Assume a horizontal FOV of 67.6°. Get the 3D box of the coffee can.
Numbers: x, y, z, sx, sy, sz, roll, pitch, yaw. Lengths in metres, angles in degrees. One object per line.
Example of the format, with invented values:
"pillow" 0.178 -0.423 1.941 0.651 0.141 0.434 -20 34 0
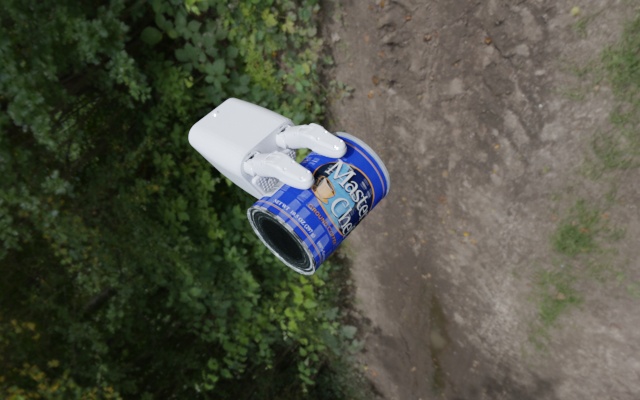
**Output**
"coffee can" 0.000 0.002 0.559 0.140 0.103 0.103 -45 22 -24
